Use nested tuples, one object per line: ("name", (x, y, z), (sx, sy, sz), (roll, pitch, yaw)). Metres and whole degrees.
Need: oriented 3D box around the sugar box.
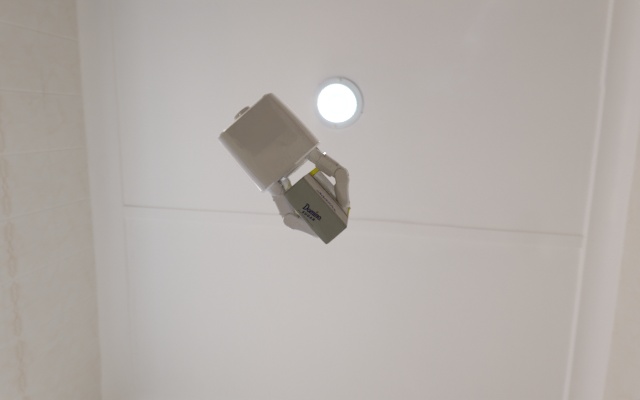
("sugar box", (0.000, 0.003, 0.724), (0.048, 0.093, 0.176), (-41, 2, 12))
